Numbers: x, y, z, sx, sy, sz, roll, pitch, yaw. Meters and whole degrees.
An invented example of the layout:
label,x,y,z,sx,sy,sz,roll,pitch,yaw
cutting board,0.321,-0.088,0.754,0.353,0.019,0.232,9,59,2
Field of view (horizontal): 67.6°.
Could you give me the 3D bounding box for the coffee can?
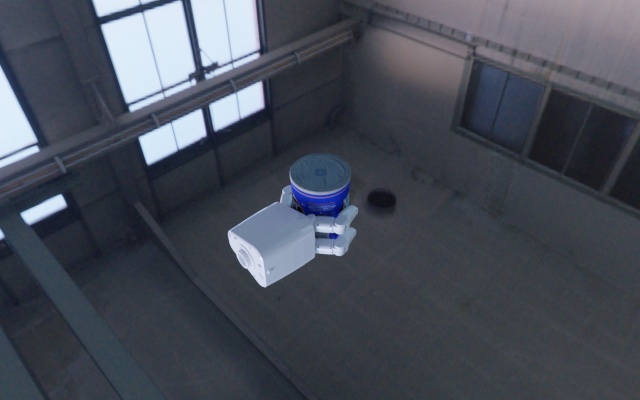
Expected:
label,x,y,z,sx,sy,sz,roll,pitch,yaw
coffee can,0.000,0.003,0.844,0.103,0.140,0.102,0,43,0
